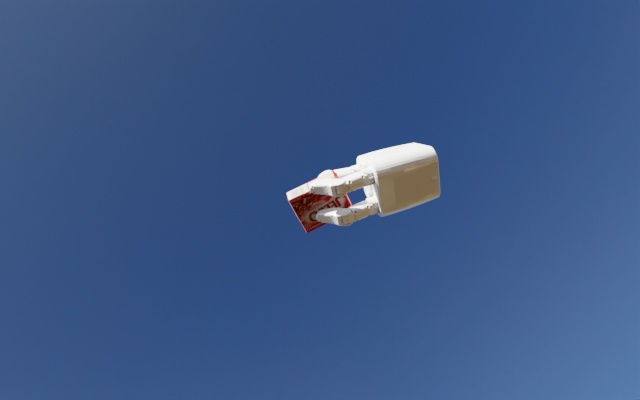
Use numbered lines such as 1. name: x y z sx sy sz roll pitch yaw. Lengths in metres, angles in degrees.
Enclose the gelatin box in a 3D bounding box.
1. gelatin box: 0.000 0.002 0.783 0.089 0.073 0.030 -25 32 4
